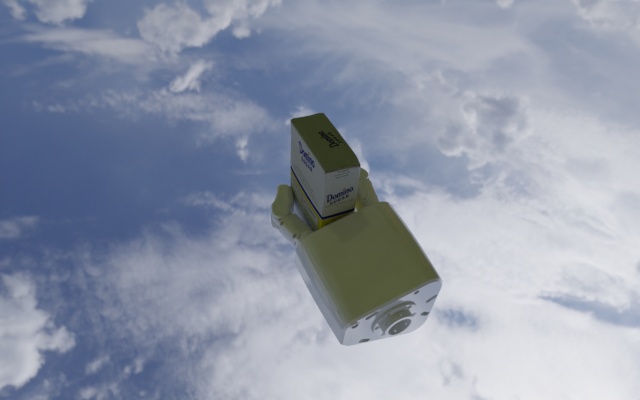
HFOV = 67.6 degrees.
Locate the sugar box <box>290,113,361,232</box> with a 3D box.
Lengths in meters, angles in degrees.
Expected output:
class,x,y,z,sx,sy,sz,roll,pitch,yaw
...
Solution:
class,x,y,z,sx,sy,sz,roll,pitch,yaw
sugar box,0.001,0.002,0.534,0.048,0.176,0.093,-14,48,-20
